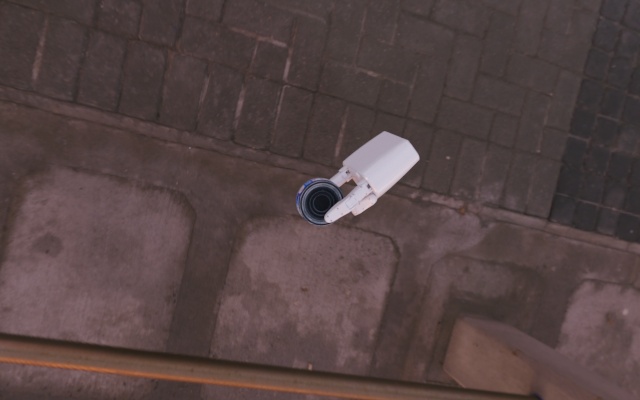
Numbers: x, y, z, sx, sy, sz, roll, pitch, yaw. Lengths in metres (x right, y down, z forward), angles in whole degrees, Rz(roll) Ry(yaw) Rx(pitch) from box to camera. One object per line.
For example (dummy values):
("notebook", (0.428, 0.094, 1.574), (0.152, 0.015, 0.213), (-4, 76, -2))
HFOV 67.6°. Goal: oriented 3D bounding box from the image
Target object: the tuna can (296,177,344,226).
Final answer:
("tuna can", (0.000, 0.003, 0.863), (0.086, 0.086, 0.033), (0, 10, -11))
